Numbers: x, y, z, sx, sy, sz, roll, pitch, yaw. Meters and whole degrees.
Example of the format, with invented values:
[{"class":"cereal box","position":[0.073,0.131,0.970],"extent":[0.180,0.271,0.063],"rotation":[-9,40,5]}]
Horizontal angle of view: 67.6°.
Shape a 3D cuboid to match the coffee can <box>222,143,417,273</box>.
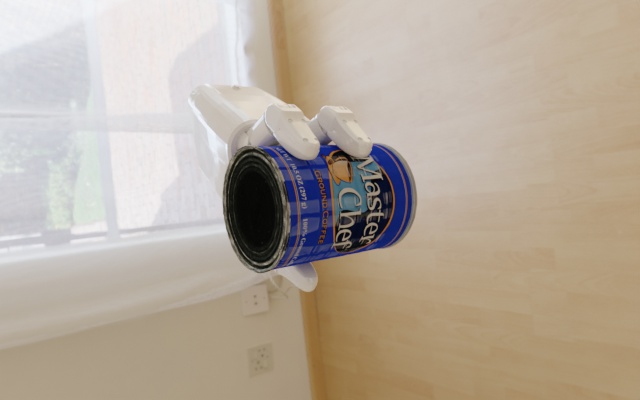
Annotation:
[{"class":"coffee can","position":[0.000,0.002,0.421],"extent":[0.140,0.103,0.103],"rotation":[-6,4,-37]}]
